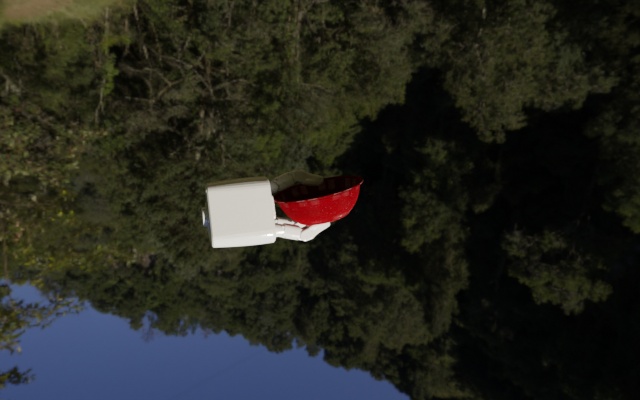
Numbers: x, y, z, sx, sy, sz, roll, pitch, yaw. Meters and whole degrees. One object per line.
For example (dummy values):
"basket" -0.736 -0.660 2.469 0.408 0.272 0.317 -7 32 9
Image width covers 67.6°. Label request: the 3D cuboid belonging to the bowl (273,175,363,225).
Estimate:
"bowl" 0.002 0.003 0.836 0.162 0.055 0.162 -12 13 3
